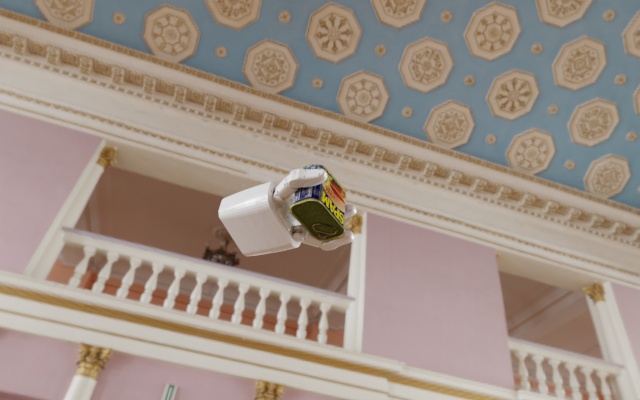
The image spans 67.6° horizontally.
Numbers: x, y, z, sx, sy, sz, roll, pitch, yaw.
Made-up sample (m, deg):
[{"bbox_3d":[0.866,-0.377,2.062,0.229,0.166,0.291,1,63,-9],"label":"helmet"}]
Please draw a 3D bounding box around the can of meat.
[{"bbox_3d":[0.000,0.002,0.772,0.057,0.084,0.102,-18,-46,27],"label":"can of meat"}]
